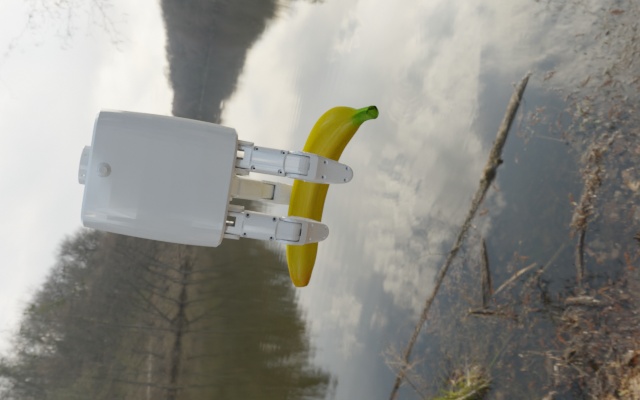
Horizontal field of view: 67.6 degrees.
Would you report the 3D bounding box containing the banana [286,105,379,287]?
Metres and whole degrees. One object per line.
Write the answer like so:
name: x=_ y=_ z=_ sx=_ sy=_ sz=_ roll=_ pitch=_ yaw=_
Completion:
banana: x=-0.004 y=-0.011 z=0.461 sx=0.037 sy=0.198 sz=0.069 roll=8 pitch=27 yaw=-22
